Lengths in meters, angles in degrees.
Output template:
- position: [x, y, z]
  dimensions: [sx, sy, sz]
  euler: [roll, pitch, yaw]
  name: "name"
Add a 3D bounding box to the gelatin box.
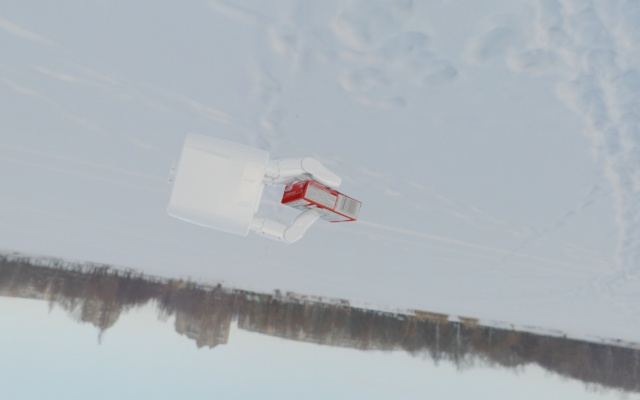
- position: [0.000, 0.003, 0.658]
  dimensions: [0.089, 0.030, 0.073]
  euler: [23, -15, -22]
  name: "gelatin box"
